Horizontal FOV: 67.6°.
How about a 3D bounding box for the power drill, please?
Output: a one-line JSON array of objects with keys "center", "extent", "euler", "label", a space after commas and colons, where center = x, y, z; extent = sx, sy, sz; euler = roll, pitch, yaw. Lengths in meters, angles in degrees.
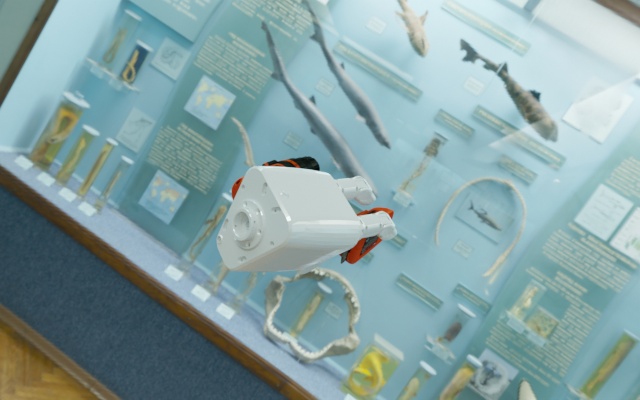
[{"center": [0.000, 0.002, 0.649], "extent": [0.187, 0.057, 0.184], "euler": [27, 29, 21], "label": "power drill"}]
